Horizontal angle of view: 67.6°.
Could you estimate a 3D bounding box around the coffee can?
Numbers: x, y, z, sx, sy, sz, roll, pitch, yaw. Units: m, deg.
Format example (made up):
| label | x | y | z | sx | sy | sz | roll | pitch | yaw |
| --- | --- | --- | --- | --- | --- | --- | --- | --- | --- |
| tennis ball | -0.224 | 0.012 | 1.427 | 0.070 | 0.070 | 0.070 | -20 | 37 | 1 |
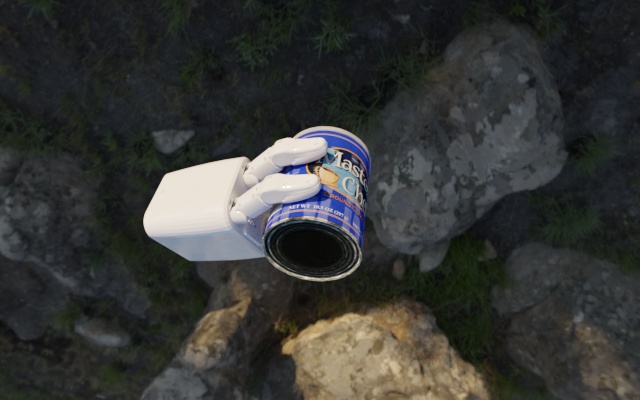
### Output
| label | x | y | z | sx | sy | sz | roll | pitch | yaw |
| --- | --- | --- | --- | --- | --- | --- | --- | --- | --- |
| coffee can | 0.000 | 0.002 | 0.525 | 0.103 | 0.140 | 0.103 | 6 | -43 | 5 |
